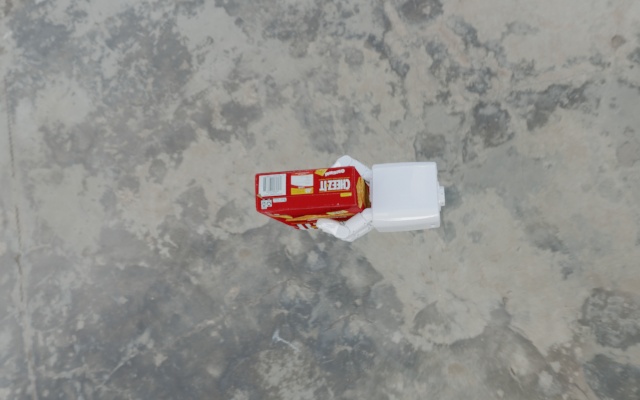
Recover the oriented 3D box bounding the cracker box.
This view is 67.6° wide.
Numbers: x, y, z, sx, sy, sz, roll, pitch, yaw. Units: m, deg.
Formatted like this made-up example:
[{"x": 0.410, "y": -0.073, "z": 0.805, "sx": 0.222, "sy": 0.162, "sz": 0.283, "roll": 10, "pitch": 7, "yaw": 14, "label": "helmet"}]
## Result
[{"x": 0.000, "y": 0.003, "z": 0.832, "sx": 0.164, "sy": 0.072, "sz": 0.214, "roll": -4, "pitch": -12, "yaw": 13, "label": "cracker box"}]
